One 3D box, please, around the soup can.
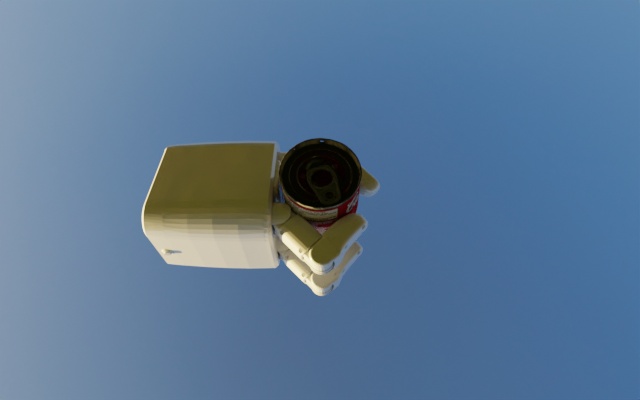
[{"bbox_3d":[0.001,0.001,0.431,0.068,0.068,0.102,0,-29,0],"label":"soup can"}]
